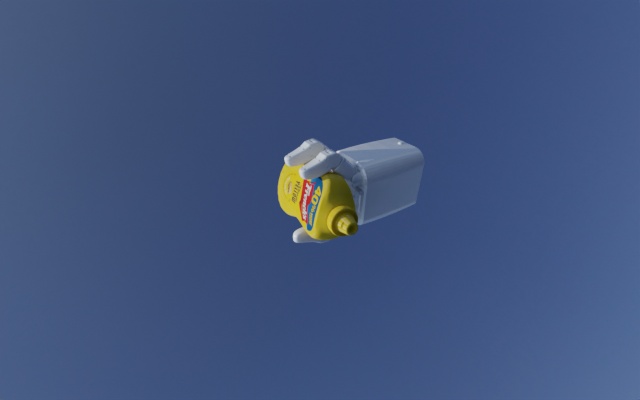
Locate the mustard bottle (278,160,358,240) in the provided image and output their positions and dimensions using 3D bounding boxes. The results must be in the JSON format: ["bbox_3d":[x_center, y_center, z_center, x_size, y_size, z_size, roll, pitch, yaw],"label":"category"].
[{"bbox_3d":[0.000,0.002,0.681,0.058,0.096,0.191,7,18,-30],"label":"mustard bottle"}]
